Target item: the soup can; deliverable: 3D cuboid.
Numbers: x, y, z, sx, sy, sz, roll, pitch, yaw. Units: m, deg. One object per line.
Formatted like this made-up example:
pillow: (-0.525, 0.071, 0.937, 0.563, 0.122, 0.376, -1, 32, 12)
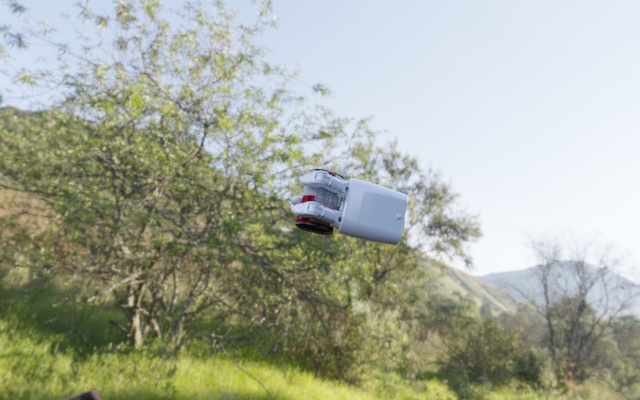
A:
soup can: (0.000, 0.002, 0.844, 0.068, 0.102, 0.068, 13, -14, 3)
